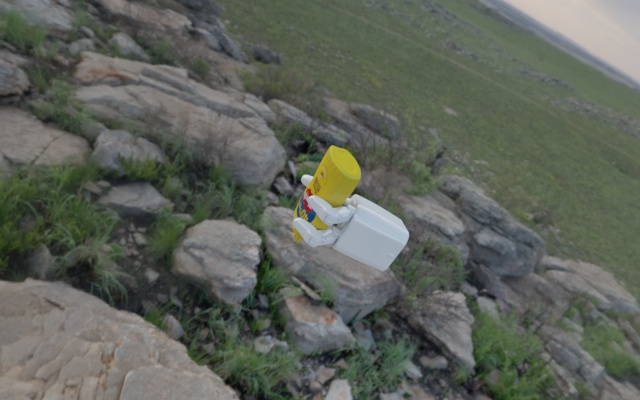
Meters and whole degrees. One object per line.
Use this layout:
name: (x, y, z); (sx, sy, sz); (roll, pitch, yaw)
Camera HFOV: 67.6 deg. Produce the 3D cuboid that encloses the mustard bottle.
mustard bottle: (0.000, 0.002, 0.856); (0.058, 0.192, 0.096); (14, 34, -28)
